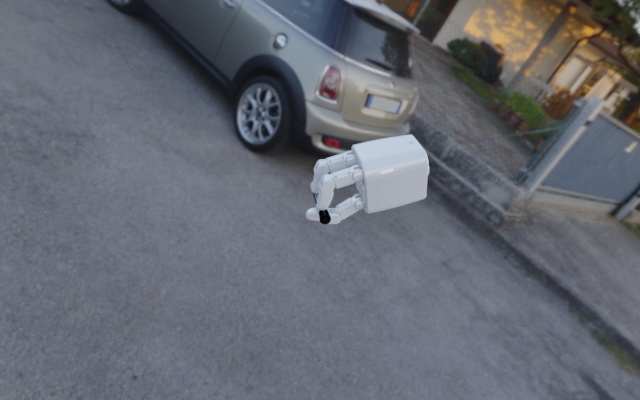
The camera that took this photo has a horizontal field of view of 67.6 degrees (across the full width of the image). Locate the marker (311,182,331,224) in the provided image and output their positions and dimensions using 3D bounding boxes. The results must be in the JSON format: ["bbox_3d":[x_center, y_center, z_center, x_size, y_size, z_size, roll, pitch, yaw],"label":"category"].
[{"bbox_3d":[0.000,0.003,0.813,0.020,0.020,0.121,0,31,-10],"label":"marker"}]
